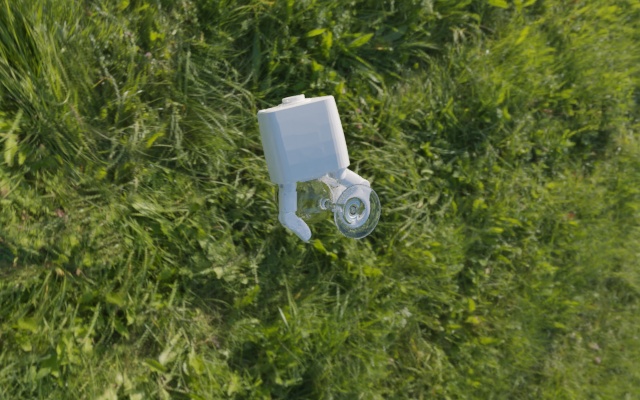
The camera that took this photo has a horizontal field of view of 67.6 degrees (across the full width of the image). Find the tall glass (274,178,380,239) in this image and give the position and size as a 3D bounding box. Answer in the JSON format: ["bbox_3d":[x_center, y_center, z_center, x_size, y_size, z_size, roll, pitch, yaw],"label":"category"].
[{"bbox_3d":[0.000,0.003,0.721,0.079,0.079,0.201,0,7,-31],"label":"tall glass"}]
